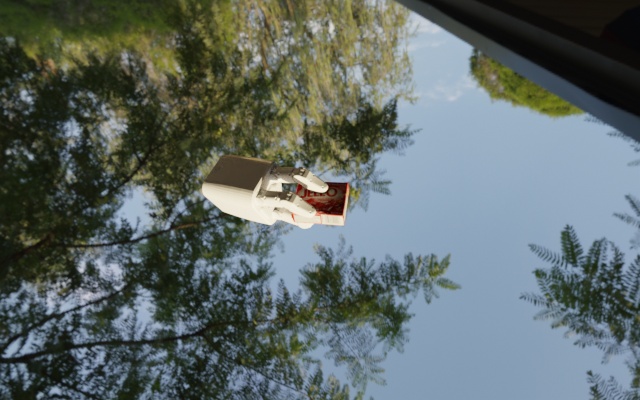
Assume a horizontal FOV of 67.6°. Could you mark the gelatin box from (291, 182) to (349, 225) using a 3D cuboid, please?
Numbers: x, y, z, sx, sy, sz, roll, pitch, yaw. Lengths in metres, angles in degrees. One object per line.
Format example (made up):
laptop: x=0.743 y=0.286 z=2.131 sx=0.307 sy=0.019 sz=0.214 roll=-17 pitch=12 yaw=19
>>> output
gelatin box: x=0.001 y=0.003 z=0.808 sx=0.089 sy=0.073 sz=0.030 roll=3 pitch=-39 yaw=10
